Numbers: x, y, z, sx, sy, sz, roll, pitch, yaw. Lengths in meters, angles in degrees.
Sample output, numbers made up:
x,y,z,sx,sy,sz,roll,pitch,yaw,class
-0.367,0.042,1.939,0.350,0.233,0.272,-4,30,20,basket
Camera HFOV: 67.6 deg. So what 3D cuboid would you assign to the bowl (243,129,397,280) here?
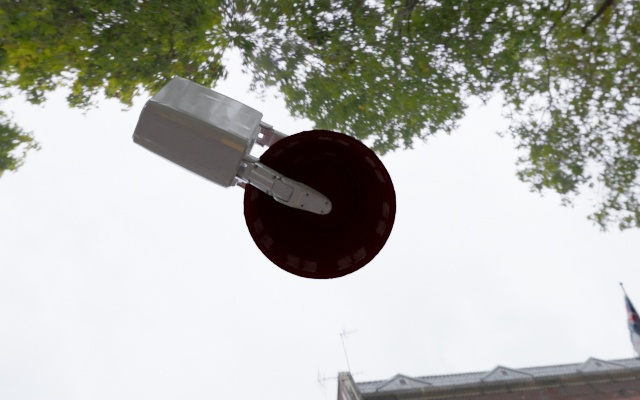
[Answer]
x,y,z,sx,sy,sz,roll,pitch,yaw,class
0.001,0.002,0.523,0.162,0.162,0.055,0,13,4,bowl
